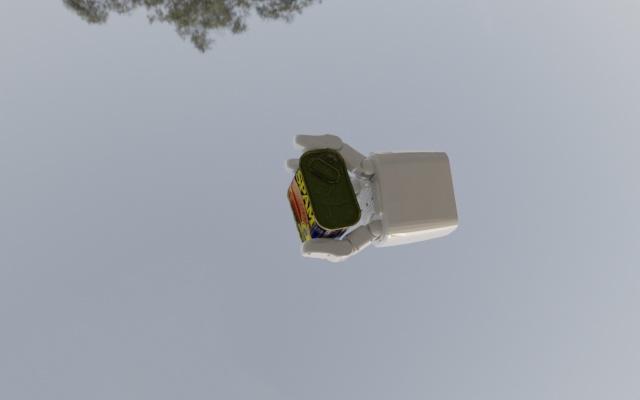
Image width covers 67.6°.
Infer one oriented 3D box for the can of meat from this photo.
[{"bbox_3d":[0.000,0.002,0.585,0.057,0.102,0.084,-10,-21,-21],"label":"can of meat"}]
